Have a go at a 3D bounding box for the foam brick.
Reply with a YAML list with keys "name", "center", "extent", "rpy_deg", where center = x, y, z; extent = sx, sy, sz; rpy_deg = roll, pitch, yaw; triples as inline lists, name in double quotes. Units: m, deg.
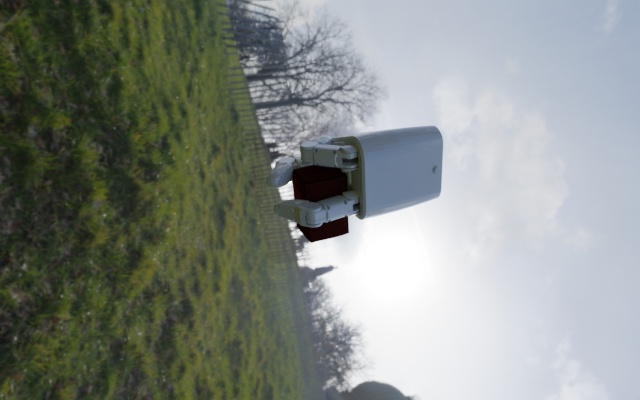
- name: "foam brick"
  center: [0.000, 0.002, 0.568]
  extent: [0.051, 0.078, 0.053]
  rpy_deg: [-13, 26, -18]
